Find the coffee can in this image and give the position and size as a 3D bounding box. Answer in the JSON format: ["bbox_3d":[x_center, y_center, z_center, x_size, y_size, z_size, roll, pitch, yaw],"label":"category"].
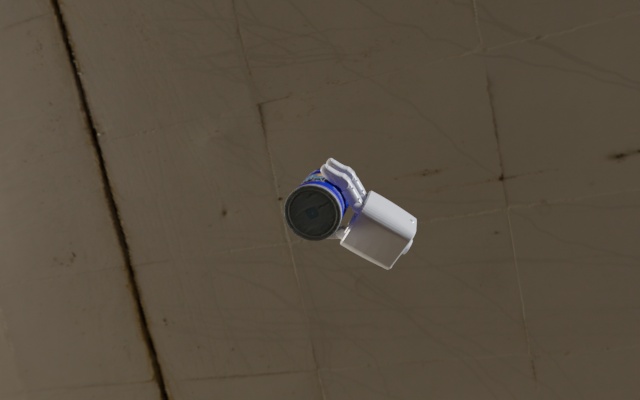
[{"bbox_3d":[0.000,0.003,0.893,0.103,0.103,0.140,0,17,13],"label":"coffee can"}]
